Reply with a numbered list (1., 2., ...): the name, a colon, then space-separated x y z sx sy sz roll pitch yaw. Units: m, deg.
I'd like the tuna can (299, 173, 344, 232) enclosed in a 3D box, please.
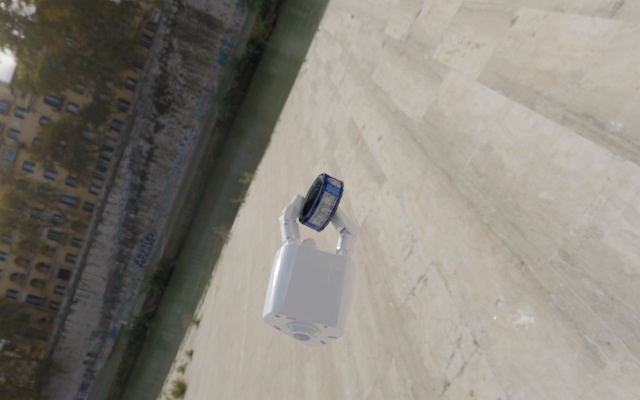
1. tuna can: 0.000 0.002 0.720 0.034 0.086 0.086 26 -6 -13
